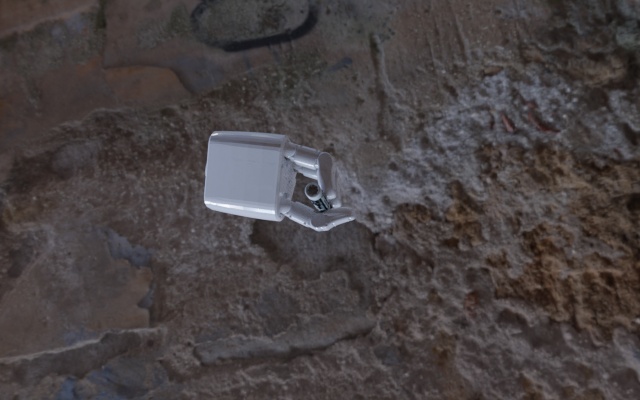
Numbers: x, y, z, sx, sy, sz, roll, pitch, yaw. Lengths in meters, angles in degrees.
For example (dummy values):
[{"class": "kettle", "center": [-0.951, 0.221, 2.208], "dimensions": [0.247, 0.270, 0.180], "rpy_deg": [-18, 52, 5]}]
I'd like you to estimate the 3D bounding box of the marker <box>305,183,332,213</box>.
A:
[{"class": "marker", "center": [0.000, 0.002, 0.617], "dimensions": [0.020, 0.020, 0.121], "rpy_deg": [0, -14, 9]}]
